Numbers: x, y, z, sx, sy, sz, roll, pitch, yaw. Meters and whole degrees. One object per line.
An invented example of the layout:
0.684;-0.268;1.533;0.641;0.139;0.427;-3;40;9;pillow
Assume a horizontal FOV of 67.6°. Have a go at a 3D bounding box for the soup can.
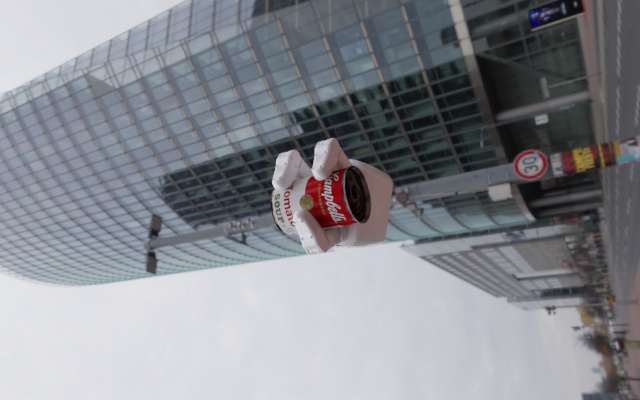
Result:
0.000;0.002;0.570;0.102;0.068;0.068;-12;-6;28;soup can
